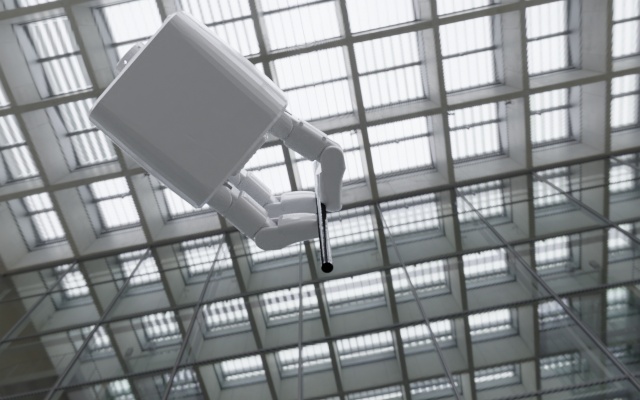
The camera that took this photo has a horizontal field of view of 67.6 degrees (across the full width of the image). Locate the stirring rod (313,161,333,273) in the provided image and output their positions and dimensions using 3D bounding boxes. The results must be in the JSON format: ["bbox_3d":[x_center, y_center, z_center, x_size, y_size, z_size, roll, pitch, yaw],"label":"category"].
[{"bbox_3d":[0.000,0.001,0.419,0.011,0.011,0.239,0,20,-2],"label":"stirring rod"}]
